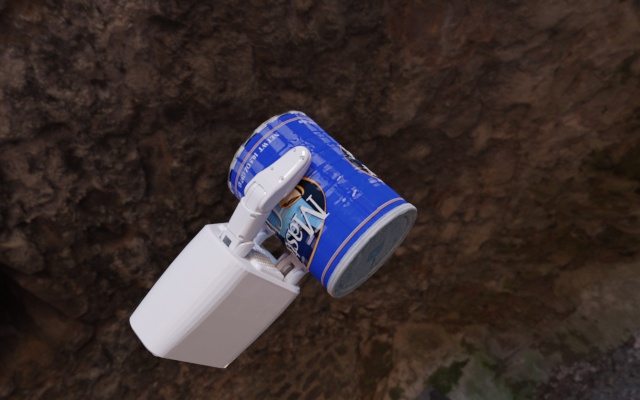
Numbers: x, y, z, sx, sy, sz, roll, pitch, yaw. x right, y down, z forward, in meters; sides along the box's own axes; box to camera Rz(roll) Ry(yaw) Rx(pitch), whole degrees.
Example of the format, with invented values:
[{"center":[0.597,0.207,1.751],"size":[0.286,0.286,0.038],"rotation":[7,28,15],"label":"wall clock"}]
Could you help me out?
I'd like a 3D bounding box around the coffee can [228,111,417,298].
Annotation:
[{"center":[0.000,0.001,0.430],"size":[0.140,0.103,0.103],"rotation":[43,19,22],"label":"coffee can"}]
